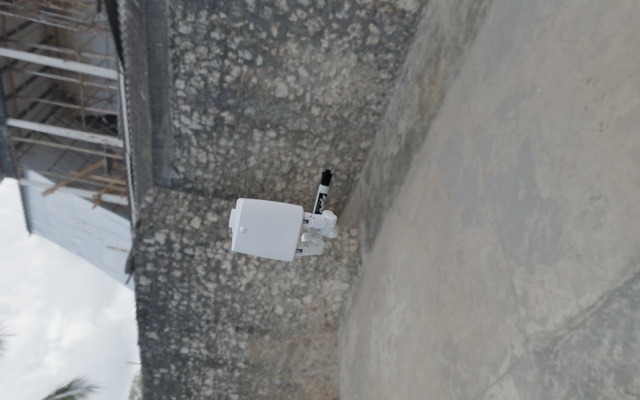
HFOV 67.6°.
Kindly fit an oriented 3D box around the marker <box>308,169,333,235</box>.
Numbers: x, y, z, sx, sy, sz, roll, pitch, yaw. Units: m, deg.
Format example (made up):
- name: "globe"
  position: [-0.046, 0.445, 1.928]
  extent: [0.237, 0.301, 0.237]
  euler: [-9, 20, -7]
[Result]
- name: "marker"
  position: [0.000, 0.003, 0.860]
  extent: [0.020, 0.121, 0.020]
  euler: [13, 14, -3]
